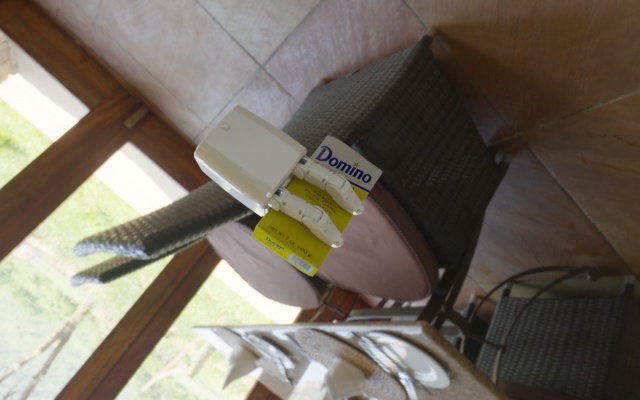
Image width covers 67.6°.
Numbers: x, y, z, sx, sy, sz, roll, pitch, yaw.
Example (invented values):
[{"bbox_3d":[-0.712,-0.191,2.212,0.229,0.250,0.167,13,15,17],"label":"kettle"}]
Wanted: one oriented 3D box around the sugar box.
[{"bbox_3d":[0.000,0.002,0.624,0.093,0.176,0.048,35,-28,0],"label":"sugar box"}]
